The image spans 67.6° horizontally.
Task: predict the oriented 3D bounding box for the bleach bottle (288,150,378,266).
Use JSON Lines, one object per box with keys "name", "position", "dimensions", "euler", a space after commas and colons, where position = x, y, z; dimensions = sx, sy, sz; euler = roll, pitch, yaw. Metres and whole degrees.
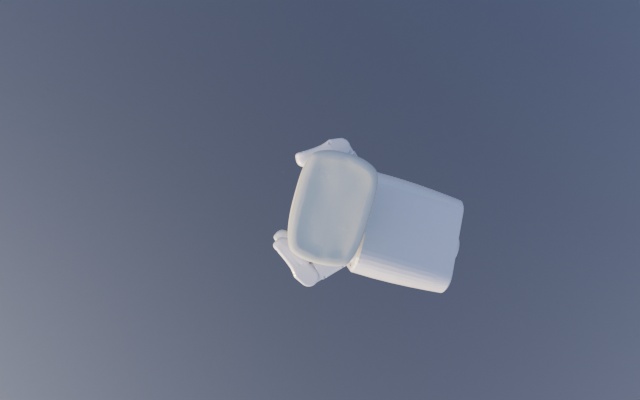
{"name": "bleach bottle", "position": [0.000, 0.002, 0.527], "dimensions": [0.068, 0.102, 0.251], "euler": [16, 2, -5]}
